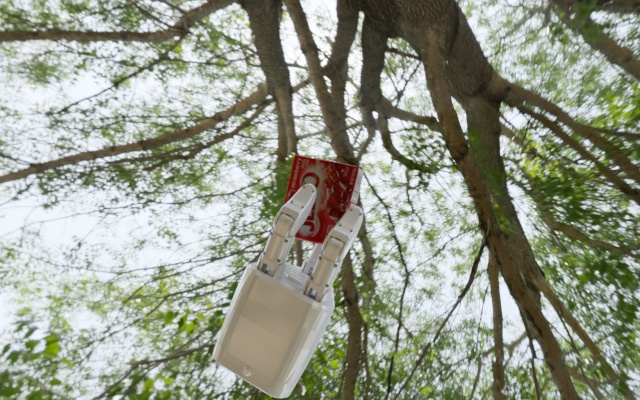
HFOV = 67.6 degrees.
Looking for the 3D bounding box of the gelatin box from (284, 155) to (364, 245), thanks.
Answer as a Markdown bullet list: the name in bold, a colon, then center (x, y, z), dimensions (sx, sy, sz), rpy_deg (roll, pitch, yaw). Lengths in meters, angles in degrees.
- **gelatin box**: center (0.000, 0.001, 0.512), dimensions (0.073, 0.089, 0.030), rpy_deg (12, -3, 17)
